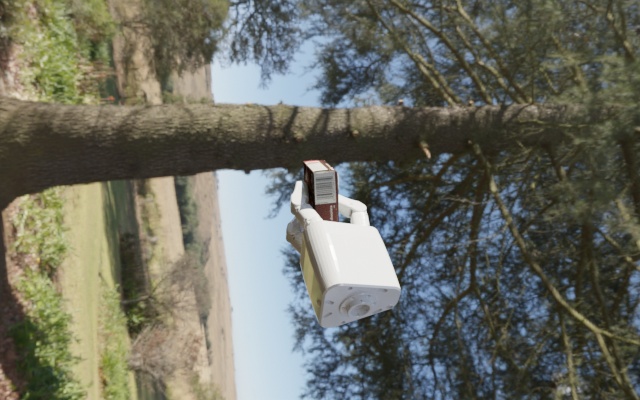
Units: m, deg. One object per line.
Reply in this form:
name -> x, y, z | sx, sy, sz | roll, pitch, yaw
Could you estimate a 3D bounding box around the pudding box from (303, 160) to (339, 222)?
pudding box -> 0.000, 0.002, 0.708 | 0.039, 0.113, 0.090 | -4, 15, -11
